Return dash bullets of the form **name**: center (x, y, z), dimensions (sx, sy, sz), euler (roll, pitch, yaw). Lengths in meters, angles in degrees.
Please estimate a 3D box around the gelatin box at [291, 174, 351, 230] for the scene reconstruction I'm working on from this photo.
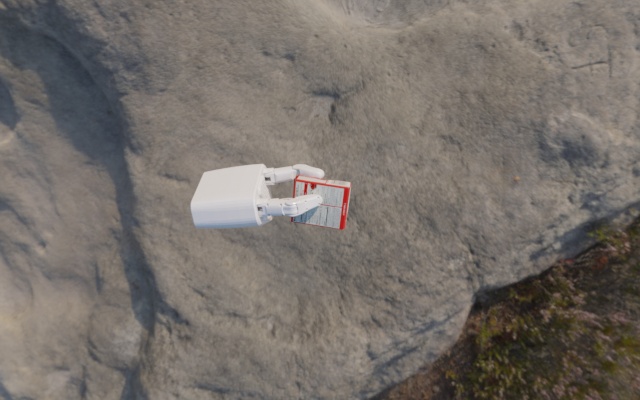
- **gelatin box**: center (0.000, 0.003, 0.757), dimensions (0.089, 0.073, 0.030), euler (9, 21, 7)
